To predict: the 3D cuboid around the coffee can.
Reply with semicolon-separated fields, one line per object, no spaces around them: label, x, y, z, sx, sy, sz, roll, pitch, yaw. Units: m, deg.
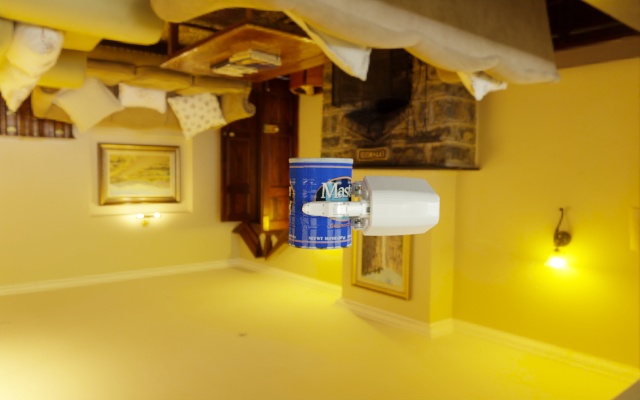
coffee can;0.000;0.002;0.772;0.103;0.140;0.103;1;3;0
